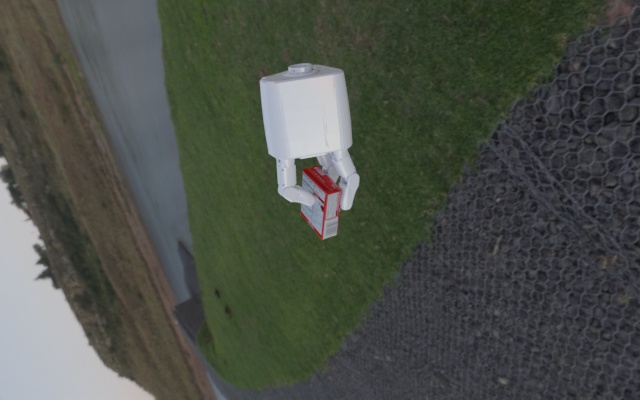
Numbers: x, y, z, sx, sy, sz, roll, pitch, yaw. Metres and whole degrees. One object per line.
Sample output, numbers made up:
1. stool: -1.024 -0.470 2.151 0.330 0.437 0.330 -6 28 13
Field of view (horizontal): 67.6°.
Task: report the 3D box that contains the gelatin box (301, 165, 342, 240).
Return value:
1. gelatin box: 0.000 0.003 0.730 0.030 0.089 0.073 -15 39 -26
